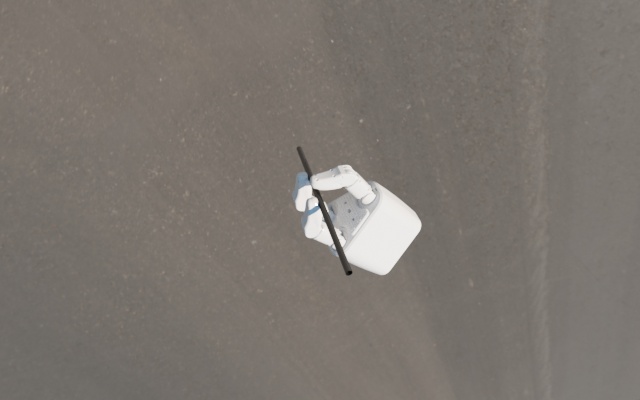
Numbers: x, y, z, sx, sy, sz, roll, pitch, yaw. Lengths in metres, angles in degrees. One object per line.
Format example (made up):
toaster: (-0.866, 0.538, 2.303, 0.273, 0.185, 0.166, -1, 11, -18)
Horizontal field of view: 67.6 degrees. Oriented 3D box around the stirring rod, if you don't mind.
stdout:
stirring rod: (0.000, 0.002, 0.609, 0.011, 0.011, 0.239, 0, 40, -20)
